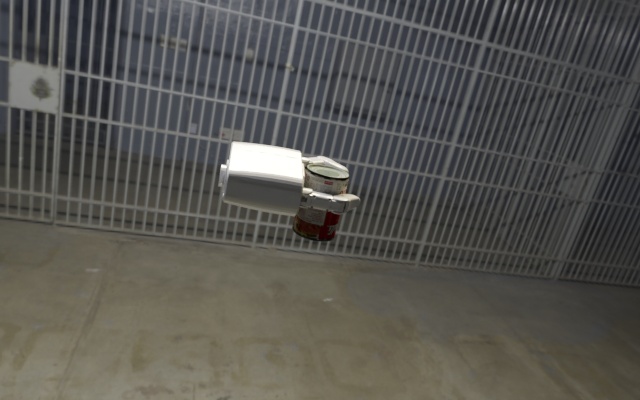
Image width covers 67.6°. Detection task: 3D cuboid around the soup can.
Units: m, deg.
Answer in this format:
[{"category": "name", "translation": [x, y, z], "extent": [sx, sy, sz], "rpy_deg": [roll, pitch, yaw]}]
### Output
[{"category": "soup can", "translation": [0.001, 0.002, 0.726], "extent": [0.068, 0.102, 0.068], "rpy_deg": [12, 18, -4]}]
